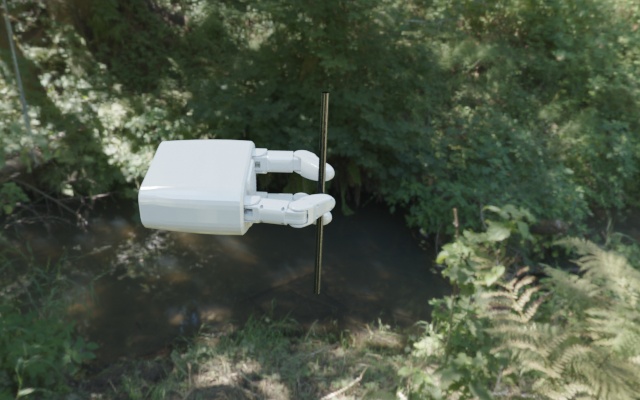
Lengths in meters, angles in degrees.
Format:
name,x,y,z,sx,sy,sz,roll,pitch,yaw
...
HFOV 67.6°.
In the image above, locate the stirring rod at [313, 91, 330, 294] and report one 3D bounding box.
name,x,y,z,sx,sy,sz,roll,pitch,yaw
stirring rod,0.000,0.002,0.524,0.011,0.240,0.011,2,25,-1
